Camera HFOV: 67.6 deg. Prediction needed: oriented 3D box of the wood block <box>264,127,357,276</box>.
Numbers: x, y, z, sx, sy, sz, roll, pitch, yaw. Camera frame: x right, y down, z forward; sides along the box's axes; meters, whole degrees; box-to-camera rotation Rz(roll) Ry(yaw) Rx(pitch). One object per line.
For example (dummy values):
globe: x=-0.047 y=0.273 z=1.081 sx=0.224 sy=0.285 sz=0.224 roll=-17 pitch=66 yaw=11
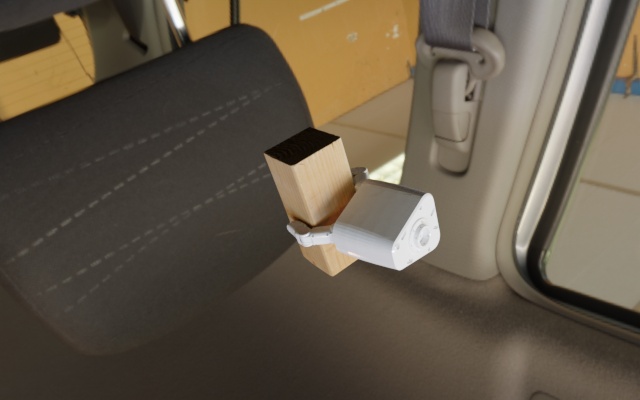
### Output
wood block: x=0.000 y=0.003 z=0.748 sx=0.091 sy=0.206 sz=0.090 roll=-32 pitch=33 yaw=-22
